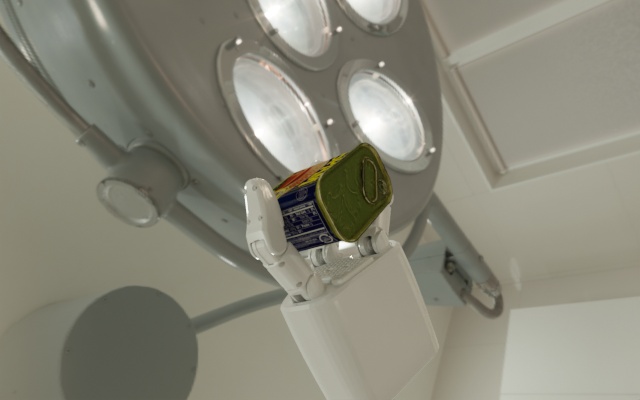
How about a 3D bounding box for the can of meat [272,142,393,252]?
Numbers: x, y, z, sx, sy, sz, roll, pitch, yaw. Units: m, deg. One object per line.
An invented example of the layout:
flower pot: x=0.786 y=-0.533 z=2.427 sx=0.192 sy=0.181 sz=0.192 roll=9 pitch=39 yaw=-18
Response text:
can of meat: x=0.000 y=0.001 z=0.401 sx=0.084 sy=0.057 sz=0.102 roll=-19 pitch=14 yaw=37
